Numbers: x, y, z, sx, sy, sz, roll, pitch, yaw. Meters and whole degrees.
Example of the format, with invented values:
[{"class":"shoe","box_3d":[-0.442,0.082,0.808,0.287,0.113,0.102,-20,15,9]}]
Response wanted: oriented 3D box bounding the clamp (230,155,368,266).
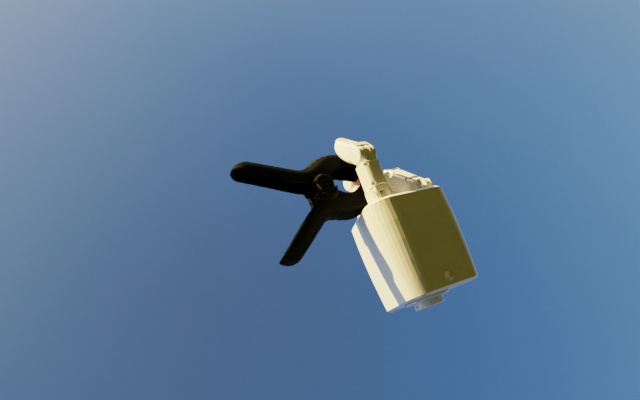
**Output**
[{"class":"clamp","box_3d":[0.000,0.002,0.511,0.171,0.120,0.039,-11,-19,-28]}]
